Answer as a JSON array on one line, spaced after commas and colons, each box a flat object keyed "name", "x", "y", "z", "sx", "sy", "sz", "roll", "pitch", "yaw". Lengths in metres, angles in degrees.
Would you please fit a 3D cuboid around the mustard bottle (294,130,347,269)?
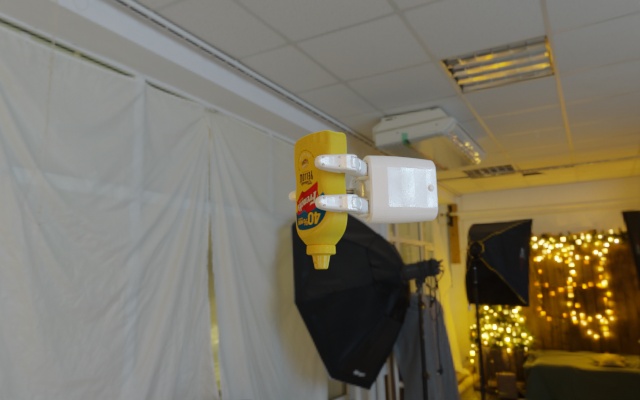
[{"name": "mustard bottle", "x": 0.000, "y": 0.002, "z": 0.689, "sx": 0.058, "sy": 0.191, "sz": 0.096, "roll": 5, "pitch": -11, "yaw": -36}]
